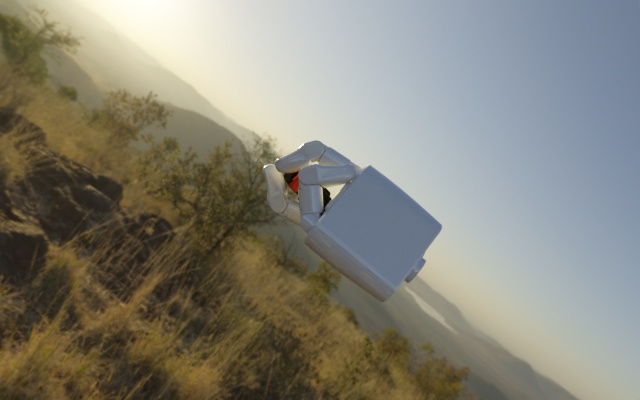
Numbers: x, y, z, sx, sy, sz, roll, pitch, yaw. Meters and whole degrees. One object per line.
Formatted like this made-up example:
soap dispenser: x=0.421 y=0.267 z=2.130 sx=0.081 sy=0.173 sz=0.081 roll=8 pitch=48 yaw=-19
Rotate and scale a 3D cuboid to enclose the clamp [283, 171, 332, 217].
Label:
clamp: x=0.000 y=0.001 z=0.612 sx=0.120 sy=0.039 sz=0.171 roll=39 pitch=1 yaw=7
